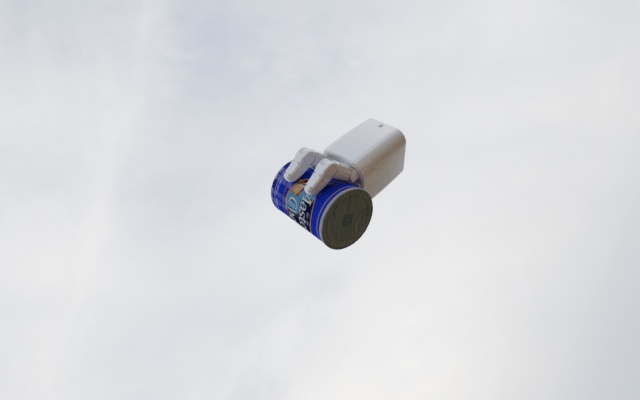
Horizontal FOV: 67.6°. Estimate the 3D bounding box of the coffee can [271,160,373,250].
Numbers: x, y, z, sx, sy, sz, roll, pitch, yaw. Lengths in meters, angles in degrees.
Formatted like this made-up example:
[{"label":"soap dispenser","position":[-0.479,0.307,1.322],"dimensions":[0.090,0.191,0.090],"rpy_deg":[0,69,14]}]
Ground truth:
[{"label":"coffee can","position":[0.000,0.003,0.768],"dimensions":[0.103,0.103,0.140],"rpy_deg":[0,23,-42]}]
